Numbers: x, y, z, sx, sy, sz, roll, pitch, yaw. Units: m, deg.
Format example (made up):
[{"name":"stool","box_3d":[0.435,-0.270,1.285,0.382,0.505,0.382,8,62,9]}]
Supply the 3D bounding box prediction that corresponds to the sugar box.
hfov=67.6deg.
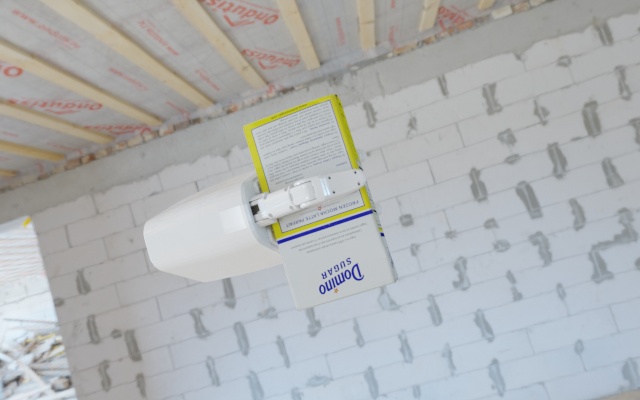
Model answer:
[{"name":"sugar box","box_3d":[0.000,0.001,0.437,0.093,0.176,0.048,-18,-5,11]}]
